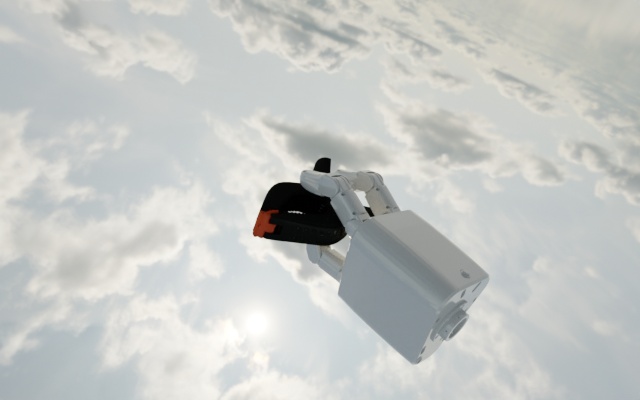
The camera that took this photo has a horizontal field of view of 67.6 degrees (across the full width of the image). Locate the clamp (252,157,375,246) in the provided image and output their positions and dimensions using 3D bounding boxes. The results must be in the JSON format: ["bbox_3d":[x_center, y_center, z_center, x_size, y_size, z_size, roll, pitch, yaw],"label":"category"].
[{"bbox_3d":[0.000,0.003,0.526,0.210,0.036,0.164,-8,38,-47],"label":"clamp"}]
